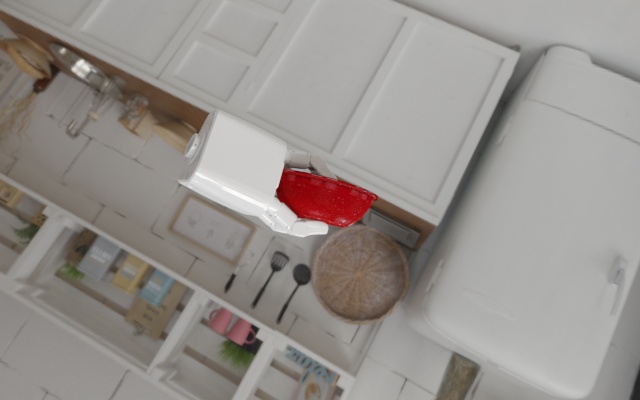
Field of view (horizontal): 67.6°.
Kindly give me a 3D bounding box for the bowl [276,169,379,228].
[{"bbox_3d":[0.001,0.003,0.692,0.162,0.055,0.162,14,-5,1],"label":"bowl"}]
